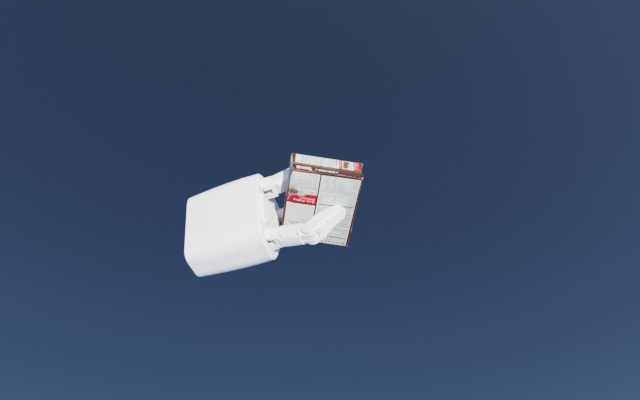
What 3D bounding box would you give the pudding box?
[{"bbox_3d":[0.000,0.002,0.601,0.090,0.114,0.039,7,37,-5],"label":"pudding box"}]
